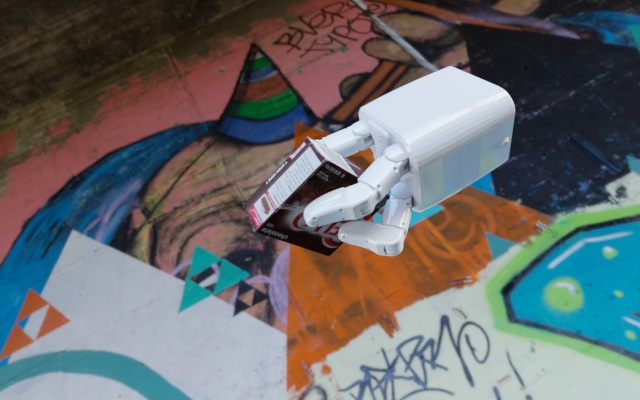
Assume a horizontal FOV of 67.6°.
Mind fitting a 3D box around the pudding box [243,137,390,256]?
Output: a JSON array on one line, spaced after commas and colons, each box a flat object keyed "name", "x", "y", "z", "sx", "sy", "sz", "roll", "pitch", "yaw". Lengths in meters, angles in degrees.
[{"name": "pudding box", "x": 0.000, "y": 0.001, "z": 0.439, "sx": 0.113, "sy": 0.090, "sz": 0.039, "roll": 26, "pitch": 25, "yaw": -47}]
